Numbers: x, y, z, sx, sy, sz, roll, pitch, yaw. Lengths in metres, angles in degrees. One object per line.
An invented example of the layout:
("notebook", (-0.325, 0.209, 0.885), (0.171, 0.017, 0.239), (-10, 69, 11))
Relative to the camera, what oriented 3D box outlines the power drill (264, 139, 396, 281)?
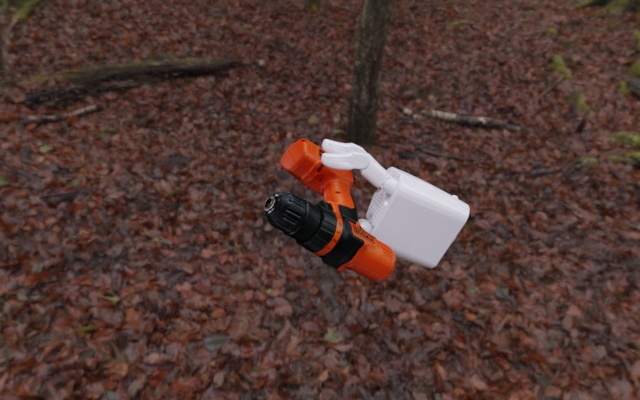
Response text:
("power drill", (0.000, 0.002, 0.590), (0.184, 0.057, 0.187), (33, 25, -32))
